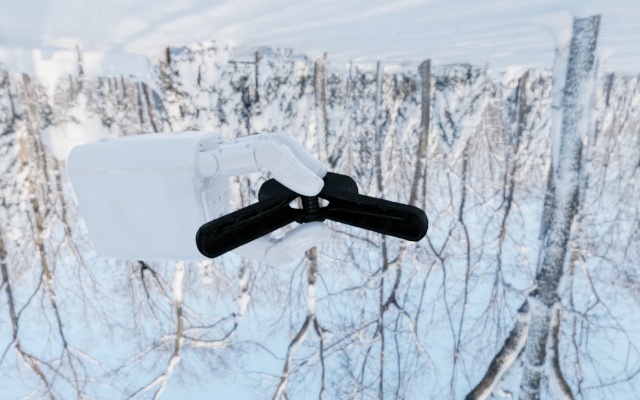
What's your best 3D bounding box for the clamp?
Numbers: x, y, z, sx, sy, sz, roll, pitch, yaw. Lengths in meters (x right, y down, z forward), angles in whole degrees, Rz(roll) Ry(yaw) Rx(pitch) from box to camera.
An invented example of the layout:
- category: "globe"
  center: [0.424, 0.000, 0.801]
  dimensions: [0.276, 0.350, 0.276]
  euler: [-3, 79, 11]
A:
- category: "clamp"
  center: [0.000, 0.002, 0.420]
  dimensions: [0.164, 0.036, 0.210]
  euler: [-2, 14, 4]
